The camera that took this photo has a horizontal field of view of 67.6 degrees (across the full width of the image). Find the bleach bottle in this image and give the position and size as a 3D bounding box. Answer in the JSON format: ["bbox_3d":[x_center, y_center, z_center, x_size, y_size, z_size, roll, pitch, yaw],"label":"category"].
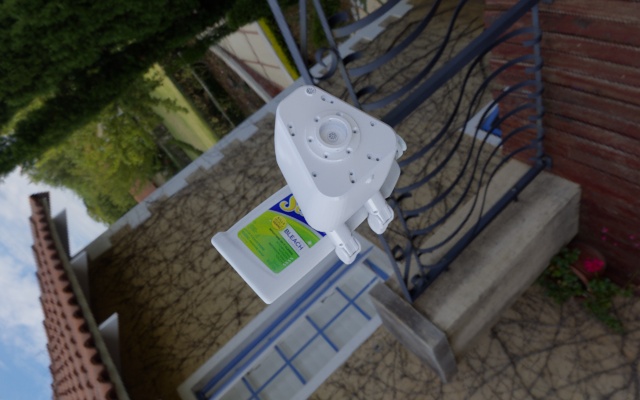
[{"bbox_3d":[0.000,0.002,0.566,0.251,0.102,0.068,-42,-10,-14],"label":"bleach bottle"}]
